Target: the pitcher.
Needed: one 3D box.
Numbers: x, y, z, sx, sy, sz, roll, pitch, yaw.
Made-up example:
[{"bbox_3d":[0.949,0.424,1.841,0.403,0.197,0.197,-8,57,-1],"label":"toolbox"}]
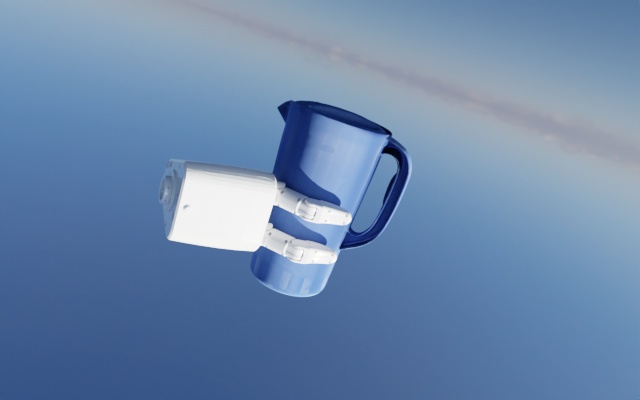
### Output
[{"bbox_3d":[0.000,0.002,0.619,0.145,0.243,0.149,9,20,-30],"label":"pitcher"}]
